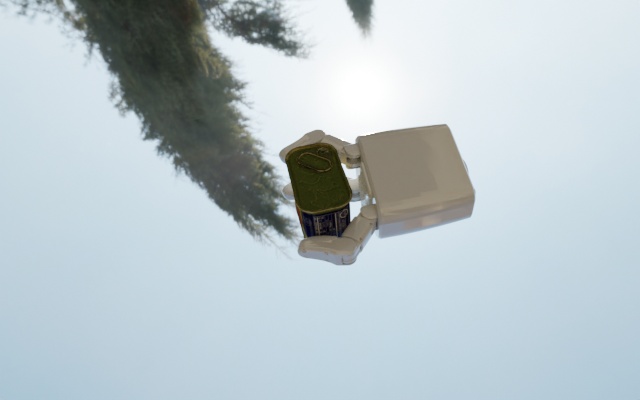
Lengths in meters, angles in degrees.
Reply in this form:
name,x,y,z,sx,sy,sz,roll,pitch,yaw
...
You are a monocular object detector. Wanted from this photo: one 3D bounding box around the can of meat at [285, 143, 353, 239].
name,x,y,z,sx,sy,sz,roll,pitch,yaw
can of meat,0.000,0.002,0.522,0.057,0.102,0.084,-13,-44,-5
